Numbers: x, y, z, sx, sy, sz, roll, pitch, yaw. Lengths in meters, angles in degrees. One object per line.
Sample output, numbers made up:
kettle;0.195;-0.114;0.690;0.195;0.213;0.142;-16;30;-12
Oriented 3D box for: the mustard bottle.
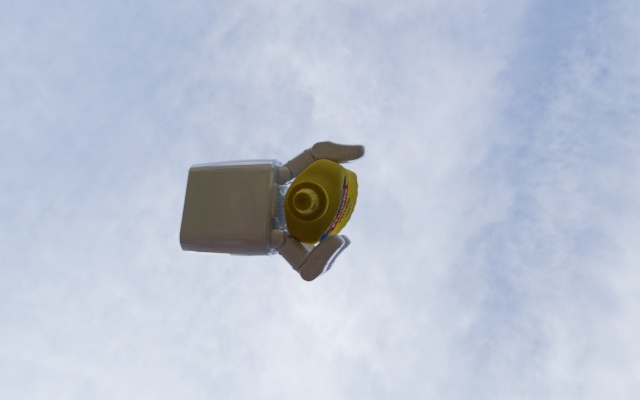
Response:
mustard bottle;0.000;0.002;0.543;0.058;0.096;0.191;24;4;11
